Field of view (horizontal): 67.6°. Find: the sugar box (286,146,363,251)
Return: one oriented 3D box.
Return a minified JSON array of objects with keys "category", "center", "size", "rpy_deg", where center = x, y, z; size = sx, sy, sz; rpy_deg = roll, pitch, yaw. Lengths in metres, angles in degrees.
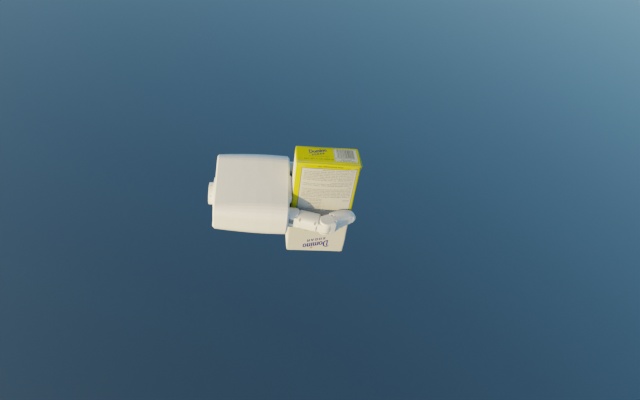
[{"category":"sugar box","center":[0.000,0.002,0.718],"size":[0.093,0.176,0.048],"rpy_deg":[3,44,-9]}]
